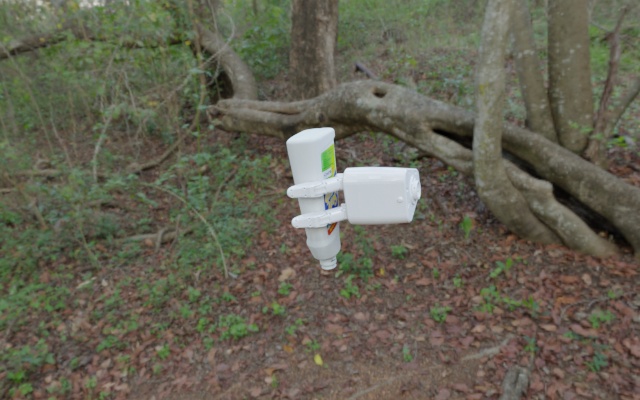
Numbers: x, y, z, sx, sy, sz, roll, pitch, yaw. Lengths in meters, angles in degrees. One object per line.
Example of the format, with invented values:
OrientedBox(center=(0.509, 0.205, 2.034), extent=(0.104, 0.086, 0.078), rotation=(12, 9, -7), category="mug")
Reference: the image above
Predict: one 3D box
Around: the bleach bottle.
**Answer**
OrientedBox(center=(0.000, 0.003, 0.863), extent=(0.068, 0.251, 0.102), rotation=(-1, 21, 24), category="bleach bottle")
